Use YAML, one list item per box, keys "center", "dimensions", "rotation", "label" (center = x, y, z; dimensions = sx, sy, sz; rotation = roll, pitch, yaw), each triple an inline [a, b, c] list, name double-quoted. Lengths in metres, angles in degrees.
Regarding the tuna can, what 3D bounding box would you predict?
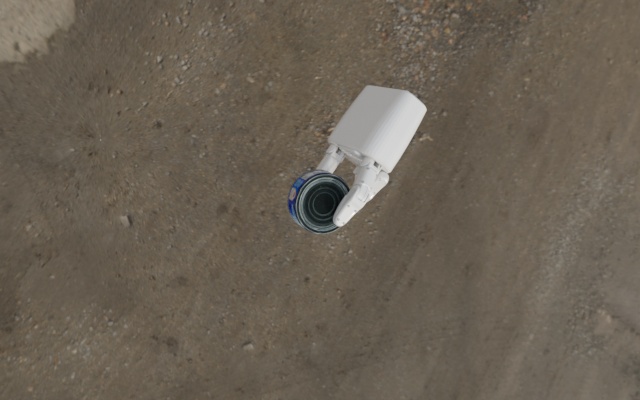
- center: [0.000, 0.002, 0.652]
  dimensions: [0.086, 0.086, 0.033]
  rotation: [0, 11, -22]
  label: "tuna can"
